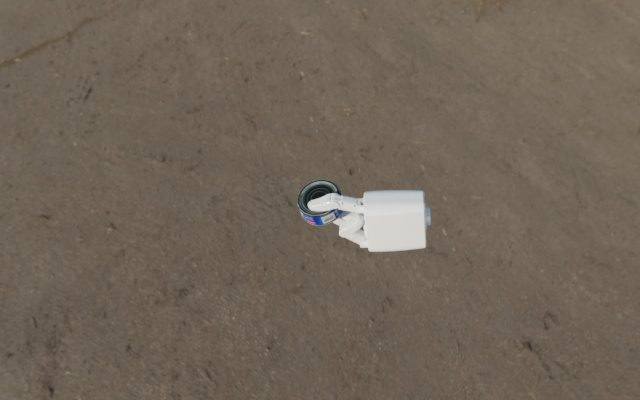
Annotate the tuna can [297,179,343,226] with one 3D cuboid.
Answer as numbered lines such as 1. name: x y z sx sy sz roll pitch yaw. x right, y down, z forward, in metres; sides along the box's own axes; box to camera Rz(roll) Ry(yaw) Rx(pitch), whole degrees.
1. tuna can: 0.000 0.003 0.895 0.086 0.086 0.034 0 -34 17
